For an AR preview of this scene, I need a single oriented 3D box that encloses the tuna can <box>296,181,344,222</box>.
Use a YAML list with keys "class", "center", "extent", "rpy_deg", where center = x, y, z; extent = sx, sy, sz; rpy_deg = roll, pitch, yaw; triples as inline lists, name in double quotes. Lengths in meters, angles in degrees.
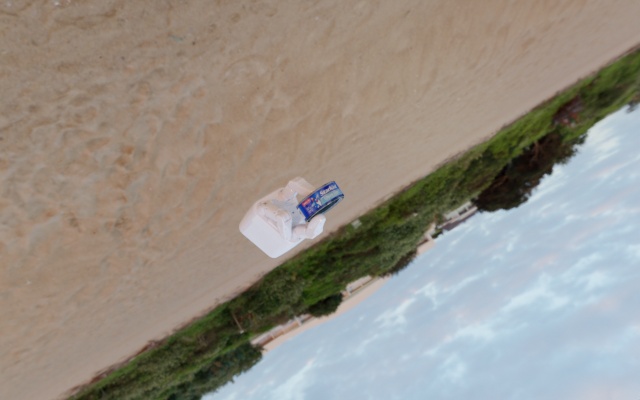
- class: "tuna can"
  center: [0.000, 0.003, 0.857]
  extent: [0.086, 0.033, 0.086]
  rpy_deg: [-34, -8, -5]
